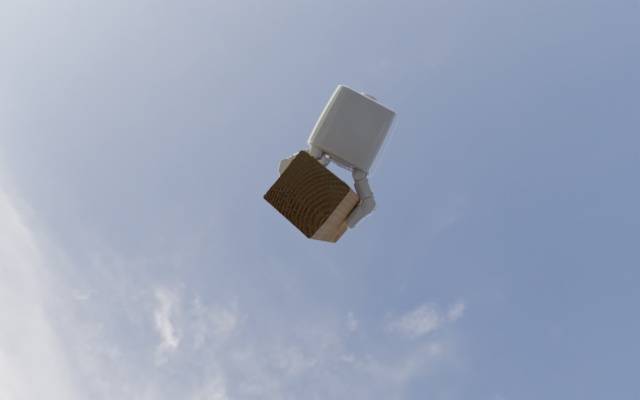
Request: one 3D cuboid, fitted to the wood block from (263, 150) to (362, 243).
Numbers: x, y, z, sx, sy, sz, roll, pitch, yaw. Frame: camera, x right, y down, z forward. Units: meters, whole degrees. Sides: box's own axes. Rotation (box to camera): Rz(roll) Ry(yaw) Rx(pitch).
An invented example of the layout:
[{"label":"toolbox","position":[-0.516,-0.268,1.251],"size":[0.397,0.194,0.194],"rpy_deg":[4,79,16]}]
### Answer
[{"label":"wood block","position":[0.001,0.002,0.740],"size":[0.091,0.090,0.206],"rpy_deg":[40,2,13]}]
